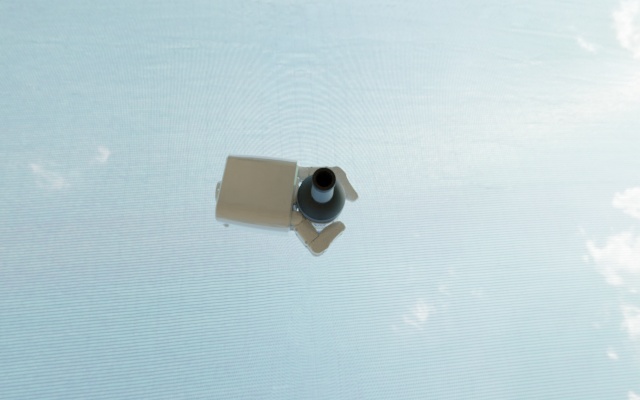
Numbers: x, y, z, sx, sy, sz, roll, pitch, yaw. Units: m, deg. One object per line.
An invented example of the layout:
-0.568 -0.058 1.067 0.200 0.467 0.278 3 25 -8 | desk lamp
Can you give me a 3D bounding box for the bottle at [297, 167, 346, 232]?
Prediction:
0.000 0.002 0.681 0.069 0.069 0.296 0 -10 -2 | bottle
